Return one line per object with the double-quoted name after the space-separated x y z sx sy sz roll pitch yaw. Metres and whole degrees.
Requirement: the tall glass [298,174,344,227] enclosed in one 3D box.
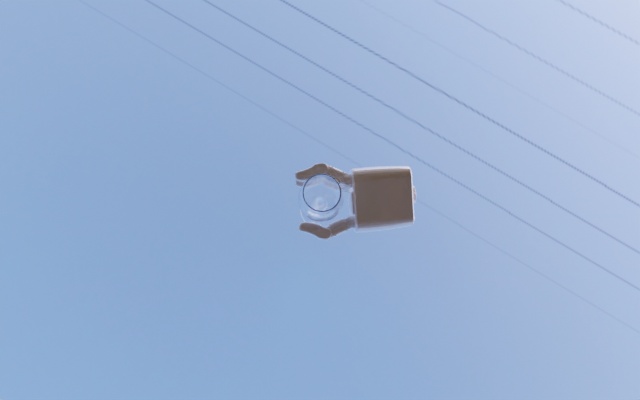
0.000 0.003 0.852 0.079 0.079 0.201 0 -9 -1 "tall glass"
